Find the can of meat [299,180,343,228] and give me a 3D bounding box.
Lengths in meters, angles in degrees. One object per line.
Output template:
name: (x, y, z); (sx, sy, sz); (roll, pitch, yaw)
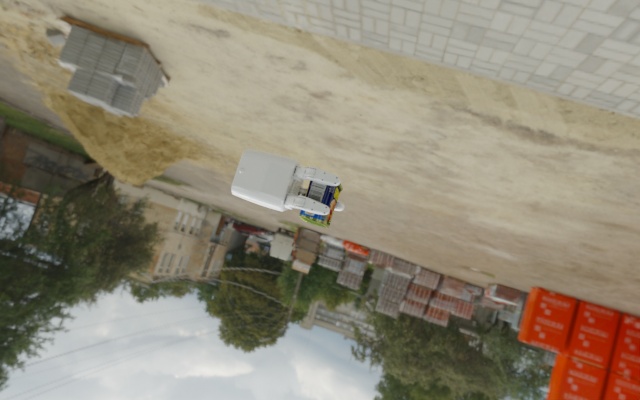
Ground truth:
can of meat: (0.000, 0.003, 0.894); (0.057, 0.084, 0.102); (17, -7, 9)
